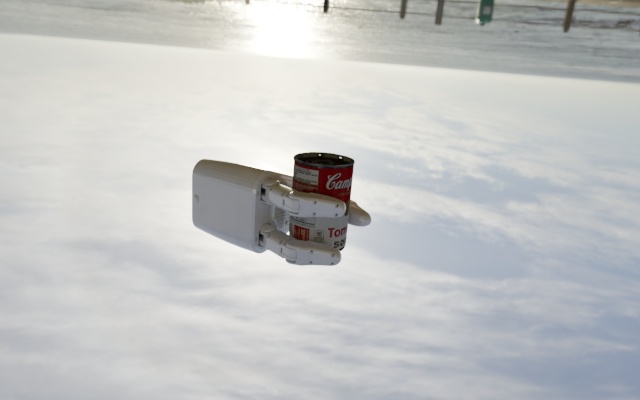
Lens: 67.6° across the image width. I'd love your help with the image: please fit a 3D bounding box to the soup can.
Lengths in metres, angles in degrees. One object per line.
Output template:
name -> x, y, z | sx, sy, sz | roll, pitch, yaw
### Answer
soup can -> 0.001, 0.002, 0.540 | 0.068, 0.102, 0.068 | 4, 17, -1
